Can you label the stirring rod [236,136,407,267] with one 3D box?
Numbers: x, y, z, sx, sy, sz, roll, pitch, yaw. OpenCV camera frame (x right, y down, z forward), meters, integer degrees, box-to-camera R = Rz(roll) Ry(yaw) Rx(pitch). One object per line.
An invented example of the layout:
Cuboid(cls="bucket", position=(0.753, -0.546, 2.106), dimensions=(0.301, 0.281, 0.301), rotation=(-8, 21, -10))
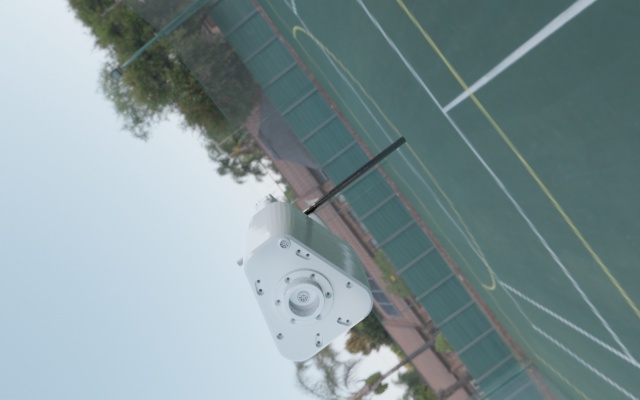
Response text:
Cuboid(cls="stirring rod", position=(0.000, 0.002, 0.553), dimensions=(0.239, 0.011, 0.011), rotation=(-37, -2, 3))
